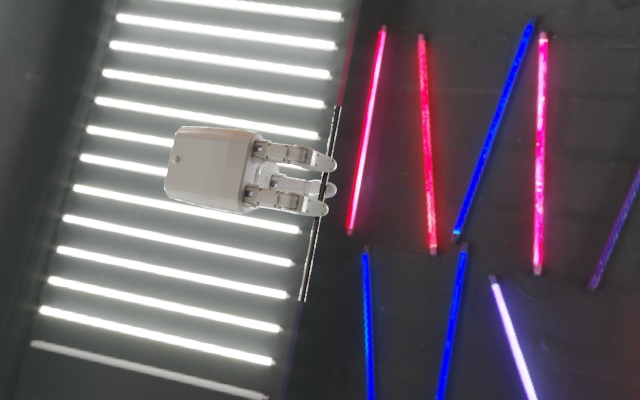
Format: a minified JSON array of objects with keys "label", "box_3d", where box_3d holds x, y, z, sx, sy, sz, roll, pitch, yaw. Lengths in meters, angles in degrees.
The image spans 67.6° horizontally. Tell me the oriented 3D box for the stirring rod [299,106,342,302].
[{"label":"stirring rod","box_3d":[0.000,0.002,0.579,0.011,0.239,0.011,10,-5,1]}]
